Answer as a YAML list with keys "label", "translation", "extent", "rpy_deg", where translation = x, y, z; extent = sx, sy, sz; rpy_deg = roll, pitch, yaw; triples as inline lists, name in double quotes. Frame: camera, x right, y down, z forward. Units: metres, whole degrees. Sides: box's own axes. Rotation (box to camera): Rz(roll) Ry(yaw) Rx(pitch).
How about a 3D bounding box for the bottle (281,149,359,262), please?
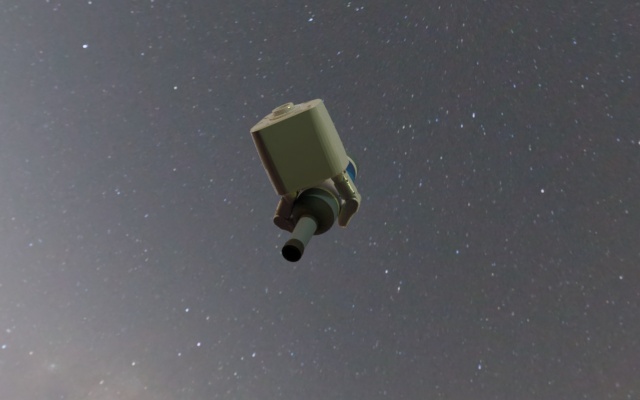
- label: "bottle"
  translation: [0.000, 0.002, 0.743]
  extent: [0.069, 0.069, 0.295]
  rpy_deg: [0, 27, 17]
